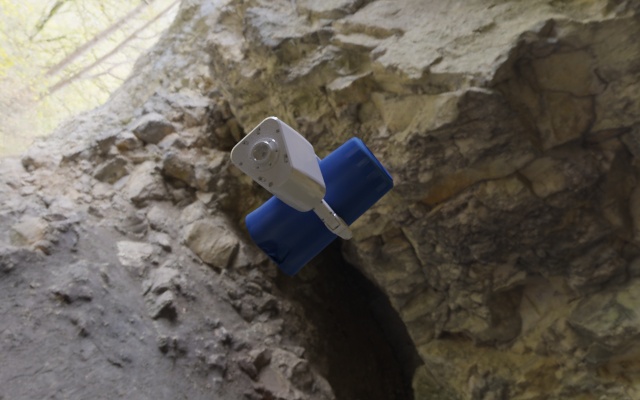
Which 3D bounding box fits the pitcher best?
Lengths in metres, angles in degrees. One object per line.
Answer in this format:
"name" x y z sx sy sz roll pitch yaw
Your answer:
"pitcher" 0.000 0.003 0.827 0.243 0.149 0.145 -39 -29 10
